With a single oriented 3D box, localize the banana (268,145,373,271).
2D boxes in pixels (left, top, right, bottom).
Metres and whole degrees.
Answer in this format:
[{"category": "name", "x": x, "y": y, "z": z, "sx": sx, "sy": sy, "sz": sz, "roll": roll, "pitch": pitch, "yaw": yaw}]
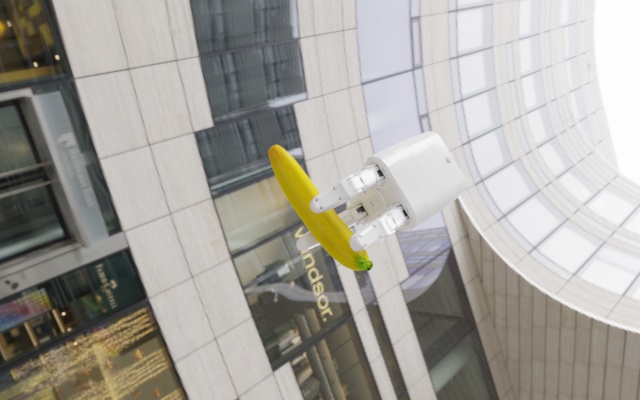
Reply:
[{"category": "banana", "x": 0.001, "y": 0.015, "z": 0.564, "sx": 0.037, "sy": 0.197, "sz": 0.070, "roll": -30, "pitch": -28, "yaw": -22}]
